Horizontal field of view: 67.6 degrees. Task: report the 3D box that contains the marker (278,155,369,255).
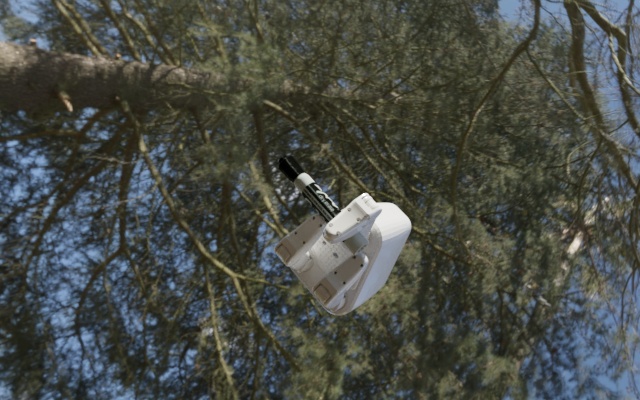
[{"bbox_3d":[0.000,0.001,0.457,0.020,0.121,0.020,-37,-18,-14],"label":"marker"}]
